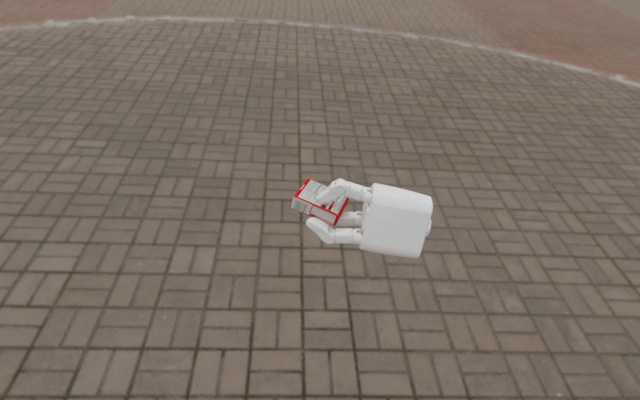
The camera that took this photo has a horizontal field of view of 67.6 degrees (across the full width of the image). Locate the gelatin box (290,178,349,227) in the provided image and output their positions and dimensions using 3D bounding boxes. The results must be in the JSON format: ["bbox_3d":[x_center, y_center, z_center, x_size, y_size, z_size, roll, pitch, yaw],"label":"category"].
[{"bbox_3d":[0.000,0.002,0.862,0.089,0.030,0.073,23,35,7],"label":"gelatin box"}]
